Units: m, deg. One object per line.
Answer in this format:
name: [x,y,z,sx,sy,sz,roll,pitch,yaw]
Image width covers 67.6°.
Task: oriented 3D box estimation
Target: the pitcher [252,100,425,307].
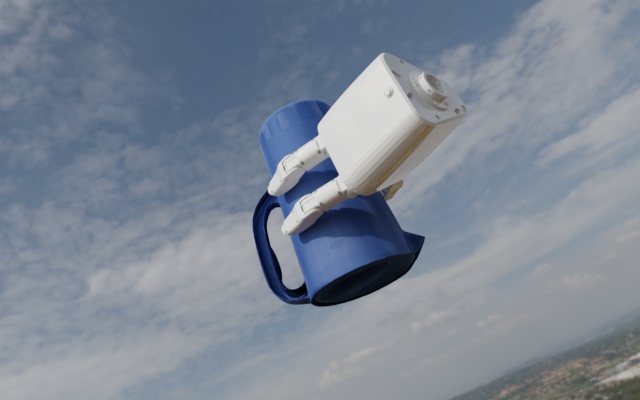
pitcher: [0.000,0.002,0.590,0.149,0.242,0.145,-1,-33,-40]
